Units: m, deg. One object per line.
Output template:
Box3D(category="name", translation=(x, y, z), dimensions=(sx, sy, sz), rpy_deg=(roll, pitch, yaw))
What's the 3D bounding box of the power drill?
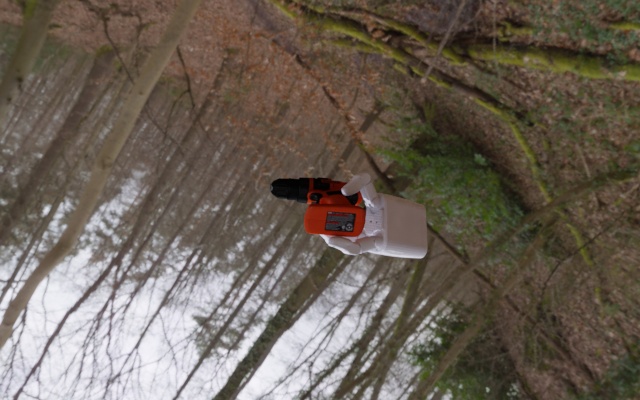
Box3D(category="power drill", translation=(0.000, 0.003, 0.883), dimensions=(0.184, 0.057, 0.187), rpy_deg=(3, 20, -8))
